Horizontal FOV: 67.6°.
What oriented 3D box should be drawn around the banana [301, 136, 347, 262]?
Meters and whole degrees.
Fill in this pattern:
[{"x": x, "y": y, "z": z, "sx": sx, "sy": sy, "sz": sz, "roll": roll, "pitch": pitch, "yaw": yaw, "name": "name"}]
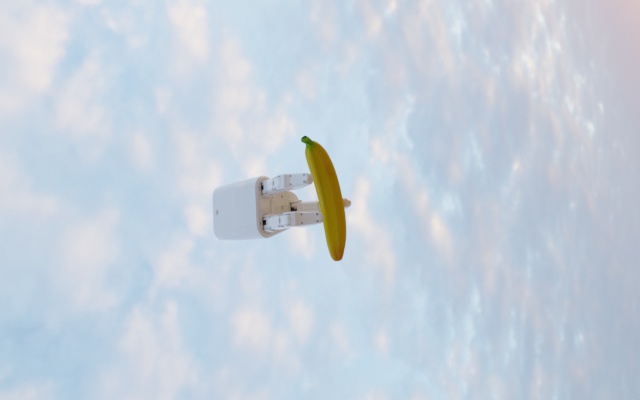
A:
[{"x": 0.007, "y": -0.007, "z": 0.727, "sx": 0.037, "sy": 0.198, "sz": 0.069, "roll": -9, "pitch": 16, "yaw": 30, "name": "banana"}]
